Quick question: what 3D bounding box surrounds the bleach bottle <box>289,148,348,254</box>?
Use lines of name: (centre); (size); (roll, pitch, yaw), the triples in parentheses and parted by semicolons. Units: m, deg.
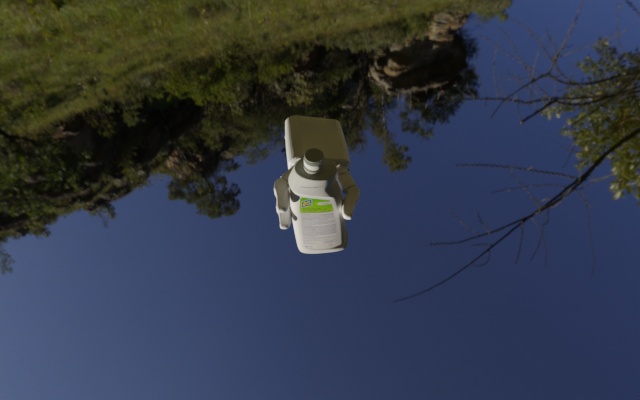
bleach bottle: (0.000, 0.003, 0.813); (0.102, 0.068, 0.251); (-6, -34, -4)
